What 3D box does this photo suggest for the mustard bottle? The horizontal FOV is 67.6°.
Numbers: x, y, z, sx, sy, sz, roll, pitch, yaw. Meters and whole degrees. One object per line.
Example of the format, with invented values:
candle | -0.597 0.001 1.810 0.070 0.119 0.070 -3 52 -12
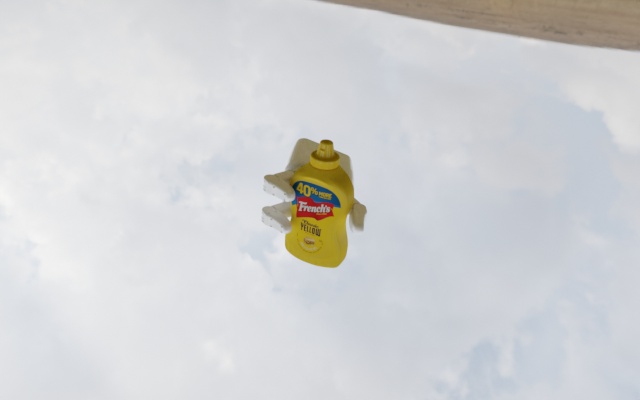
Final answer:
mustard bottle | 0.000 0.003 0.694 0.096 0.192 0.058 19 32 21
